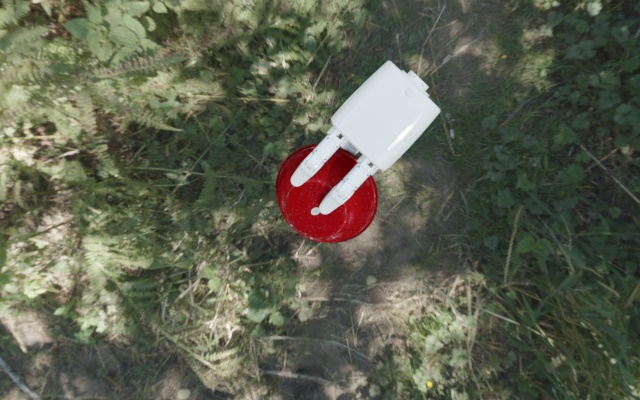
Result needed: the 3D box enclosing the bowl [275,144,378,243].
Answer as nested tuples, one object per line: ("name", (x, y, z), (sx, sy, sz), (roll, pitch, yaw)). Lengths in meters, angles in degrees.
("bowl", (-0.001, 0.003, 0.696), (0.162, 0.162, 0.055), (0, 24, 18))
